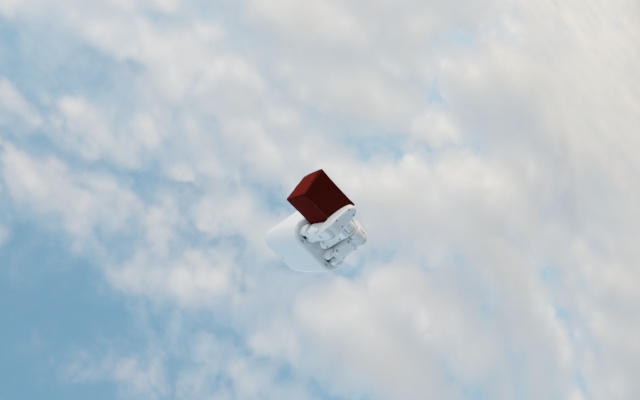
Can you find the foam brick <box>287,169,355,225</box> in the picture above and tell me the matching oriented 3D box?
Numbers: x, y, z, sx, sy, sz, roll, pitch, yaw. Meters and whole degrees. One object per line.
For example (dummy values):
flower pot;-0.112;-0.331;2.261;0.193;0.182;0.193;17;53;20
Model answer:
foam brick;0.000;0.002;0.703;0.078;0.053;0.051;47;-31;-19
